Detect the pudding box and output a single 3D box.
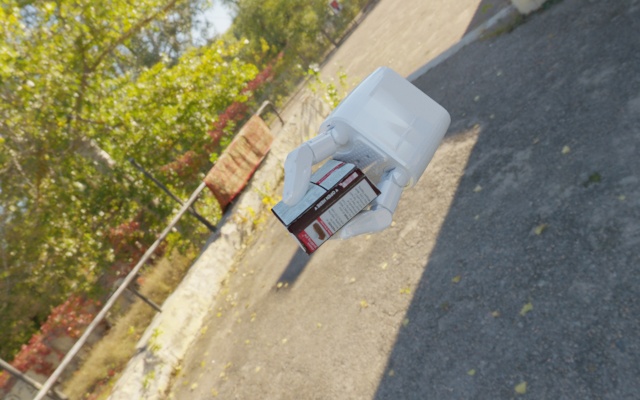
[{"bbox_3d":[0.000,0.001,0.479,0.090,0.039,0.113,-41,13,-4],"label":"pudding box"}]
